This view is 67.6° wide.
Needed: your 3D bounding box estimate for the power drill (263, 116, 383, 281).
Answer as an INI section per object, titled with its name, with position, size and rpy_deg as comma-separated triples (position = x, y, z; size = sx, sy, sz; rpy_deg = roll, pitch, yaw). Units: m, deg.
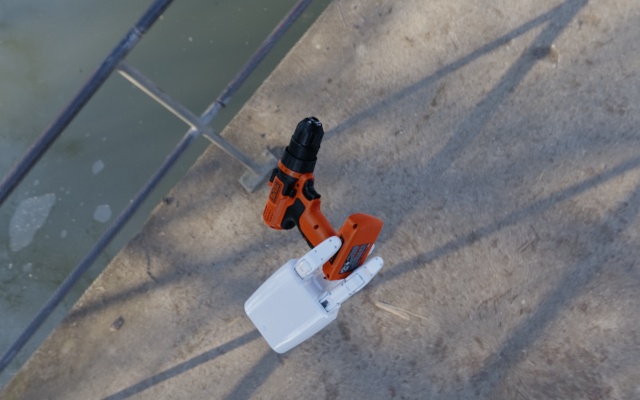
[power drill]
position = 0.000, 0.003, 0.657
size = 0.057, 0.184, 0.187
rpy_deg = -7, 41, -40
